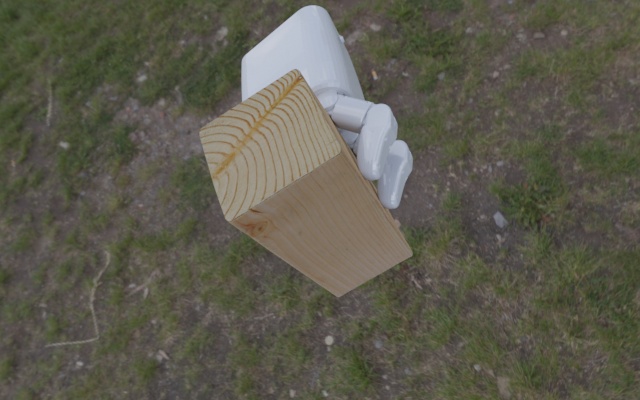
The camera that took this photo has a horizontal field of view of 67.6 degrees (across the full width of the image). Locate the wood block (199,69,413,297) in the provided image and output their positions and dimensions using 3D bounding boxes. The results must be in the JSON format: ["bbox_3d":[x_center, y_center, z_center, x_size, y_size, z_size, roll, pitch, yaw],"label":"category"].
[{"bbox_3d":[0.000,0.001,0.411,0.091,0.090,0.206,-30,-33,8],"label":"wood block"}]
